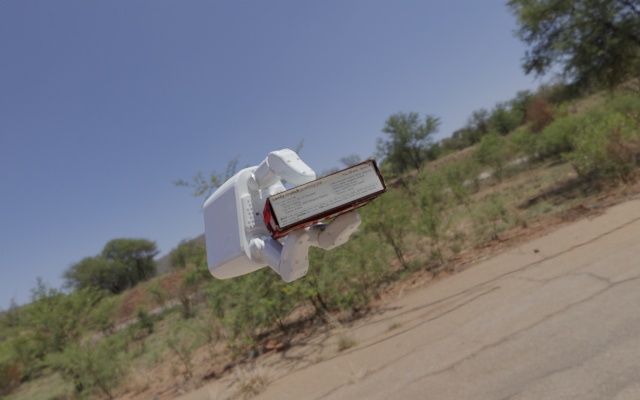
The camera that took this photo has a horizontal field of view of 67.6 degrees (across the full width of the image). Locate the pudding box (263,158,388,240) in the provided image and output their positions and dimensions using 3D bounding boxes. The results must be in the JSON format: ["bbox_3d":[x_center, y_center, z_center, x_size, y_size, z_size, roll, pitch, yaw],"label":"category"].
[{"bbox_3d":[0.000,0.001,0.479,0.113,0.039,0.090,-22,-5,-12],"label":"pudding box"}]
